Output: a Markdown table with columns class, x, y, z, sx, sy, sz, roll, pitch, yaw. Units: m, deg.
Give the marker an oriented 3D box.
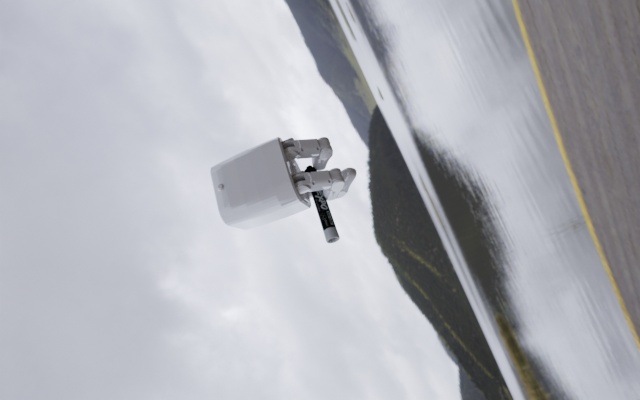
| class | x | y | z | sx | sy | sz | roll | pitch | yaw |
| --- | --- | --- | --- | --- | --- | --- | --- | --- | --- |
| marker | 0.000 | 0.002 | 0.662 | 0.020 | 0.121 | 0.020 | -14 | -28 | -8 |
